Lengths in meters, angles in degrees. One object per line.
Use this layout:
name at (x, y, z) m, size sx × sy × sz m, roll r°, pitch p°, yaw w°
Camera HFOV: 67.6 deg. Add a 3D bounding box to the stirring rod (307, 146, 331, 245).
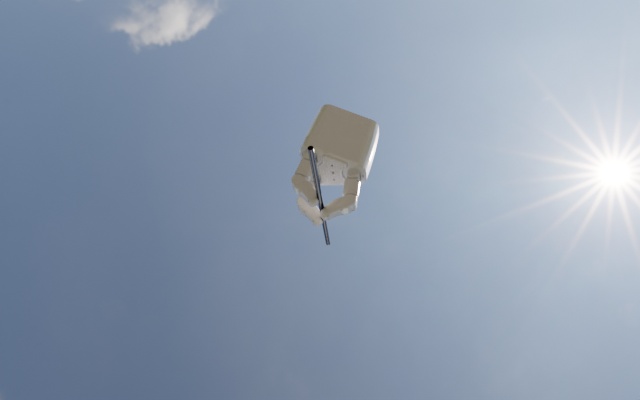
stirring rod at (0.000, 0.002, 0.714) m, size 0.011 × 0.011 × 0.240 m, roll 0°, pitch -36°, yaw 8°
